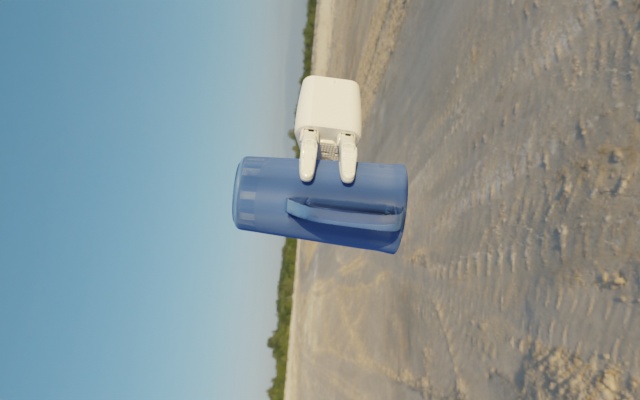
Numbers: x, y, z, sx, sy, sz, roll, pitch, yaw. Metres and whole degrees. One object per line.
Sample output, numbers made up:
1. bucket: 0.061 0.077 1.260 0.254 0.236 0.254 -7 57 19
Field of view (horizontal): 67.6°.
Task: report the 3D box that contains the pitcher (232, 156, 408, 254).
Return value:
1. pitcher: 0.000 0.002 0.686 0.243 0.145 0.149 6 -33 -2
